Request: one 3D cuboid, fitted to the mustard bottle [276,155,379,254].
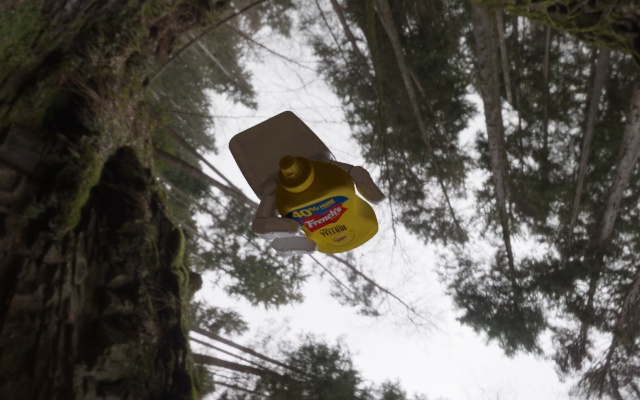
[{"bbox_3d":[0.000,0.002,0.584,0.096,0.058,0.192,-18,-34,15],"label":"mustard bottle"}]
